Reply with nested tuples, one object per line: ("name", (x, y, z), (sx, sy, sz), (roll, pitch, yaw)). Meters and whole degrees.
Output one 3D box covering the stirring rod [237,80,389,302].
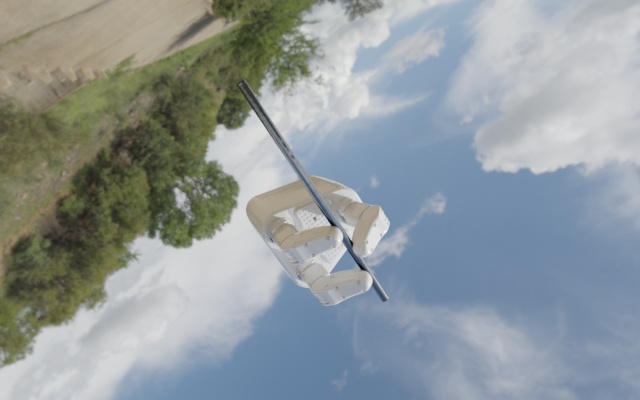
("stirring rod", (0.000, 0.001, 0.415), (0.011, 0.240, 0.011), (-29, 22, 13))
